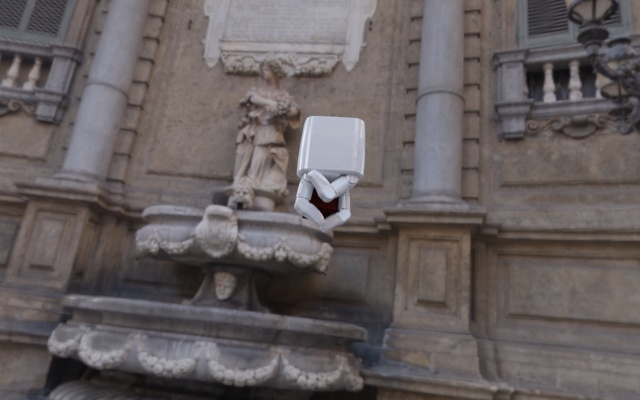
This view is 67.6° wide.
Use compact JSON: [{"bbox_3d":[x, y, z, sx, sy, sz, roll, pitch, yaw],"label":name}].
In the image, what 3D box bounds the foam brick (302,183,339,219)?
[{"bbox_3d":[0.000,0.003,0.875,0.053,0.051,0.078,8,-17,-11],"label":"foam brick"}]
